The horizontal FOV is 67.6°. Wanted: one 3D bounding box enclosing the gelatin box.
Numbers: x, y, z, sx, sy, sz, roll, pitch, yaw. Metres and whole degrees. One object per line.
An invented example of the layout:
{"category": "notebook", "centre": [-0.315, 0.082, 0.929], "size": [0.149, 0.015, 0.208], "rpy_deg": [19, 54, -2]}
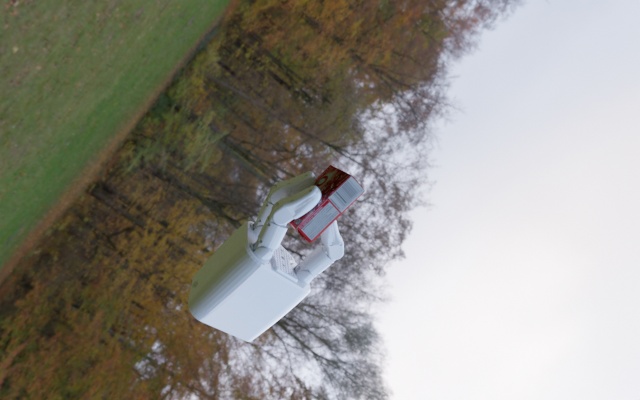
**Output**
{"category": "gelatin box", "centre": [0.001, 0.002, 0.564], "size": [0.089, 0.030, 0.073], "rpy_deg": [-44, 21, -4]}
